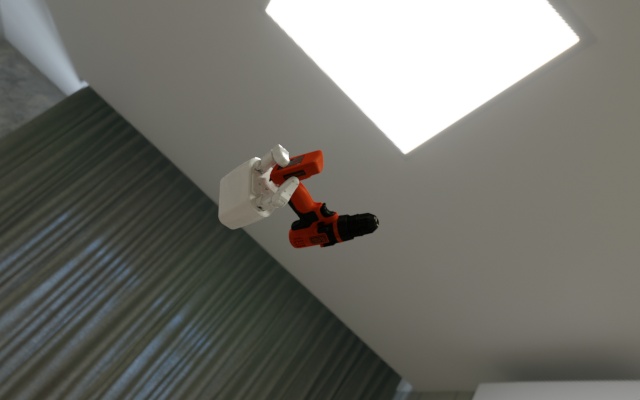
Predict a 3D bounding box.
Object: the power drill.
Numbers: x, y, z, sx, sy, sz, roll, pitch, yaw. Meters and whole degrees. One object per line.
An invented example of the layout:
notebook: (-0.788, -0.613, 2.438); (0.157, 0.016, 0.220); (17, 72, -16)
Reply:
power drill: (0.000, 0.003, 0.898); (0.184, 0.188, 0.057); (-14, 26, 19)
